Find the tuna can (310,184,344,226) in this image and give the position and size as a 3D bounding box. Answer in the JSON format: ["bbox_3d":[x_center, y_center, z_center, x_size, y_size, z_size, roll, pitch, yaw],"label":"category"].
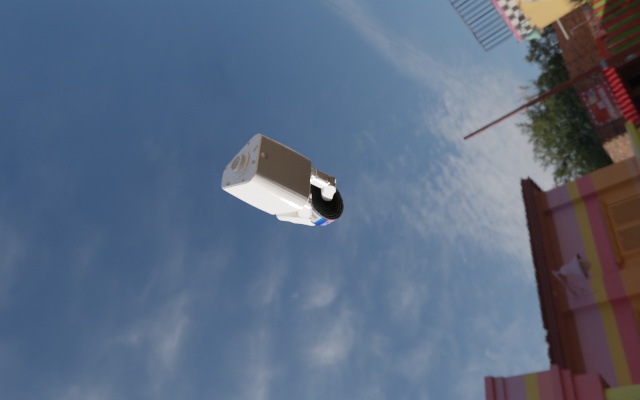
[{"bbox_3d":[0.000,0.003,0.883,0.086,0.086,0.034,0,-25,-45],"label":"tuna can"}]
